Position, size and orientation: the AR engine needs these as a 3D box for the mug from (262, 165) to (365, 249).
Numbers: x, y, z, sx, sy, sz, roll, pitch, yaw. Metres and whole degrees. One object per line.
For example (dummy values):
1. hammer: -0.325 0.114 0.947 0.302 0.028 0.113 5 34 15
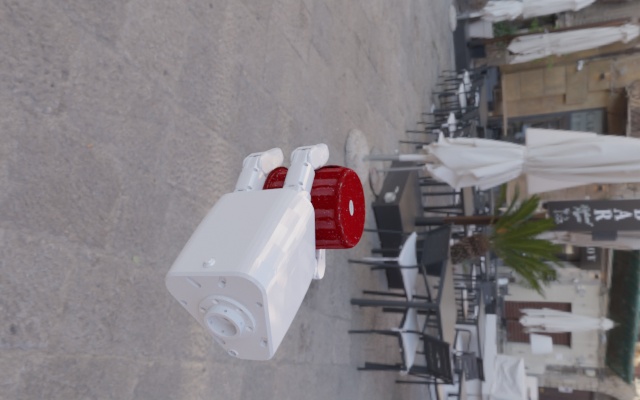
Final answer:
1. mug: 0.001 0.001 0.501 0.081 0.093 0.117 -2 36 24
